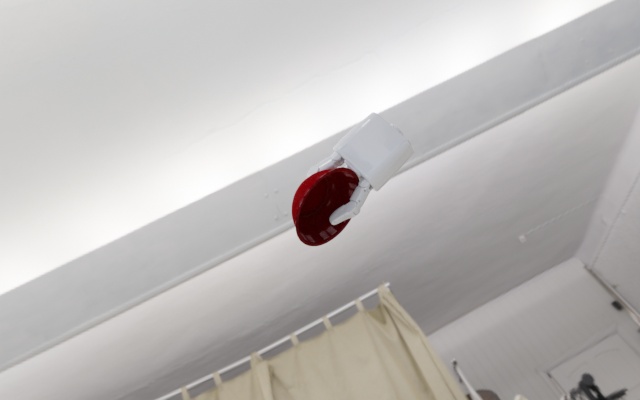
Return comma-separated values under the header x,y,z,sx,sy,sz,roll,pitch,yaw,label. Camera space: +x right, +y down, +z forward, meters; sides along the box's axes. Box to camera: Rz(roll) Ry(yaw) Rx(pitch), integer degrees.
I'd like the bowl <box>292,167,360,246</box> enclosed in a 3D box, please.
x,y,z,sx,sy,sz,roll,pitch,yaw,label
-0.001,0.004,0.889,0.055,0.162,0.162,33,21,37,bowl
